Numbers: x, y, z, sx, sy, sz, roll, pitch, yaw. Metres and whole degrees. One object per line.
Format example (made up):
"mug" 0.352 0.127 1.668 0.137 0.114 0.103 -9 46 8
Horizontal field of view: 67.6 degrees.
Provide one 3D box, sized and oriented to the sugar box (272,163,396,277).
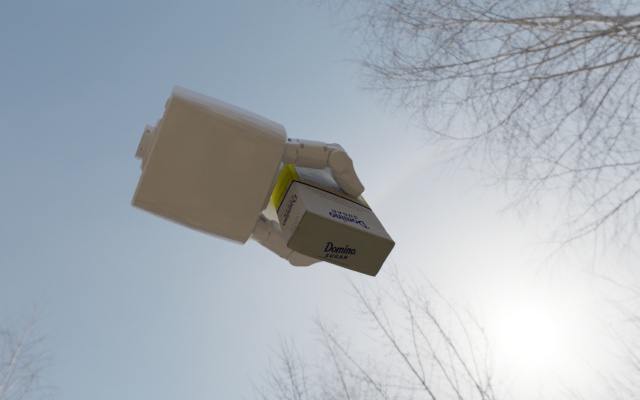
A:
"sugar box" 0.000 0.002 0.481 0.093 0.048 0.176 21 22 -21
